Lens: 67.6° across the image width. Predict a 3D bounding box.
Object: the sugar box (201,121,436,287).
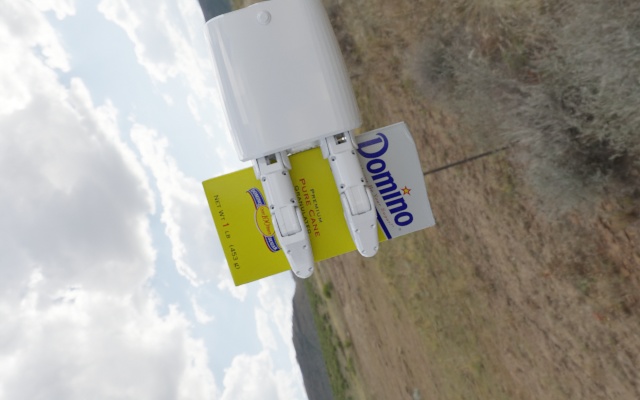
[{"bbox_3d":[0.000,0.001,0.405,0.176,0.093,0.048,-17,6,-2],"label":"sugar box"}]
